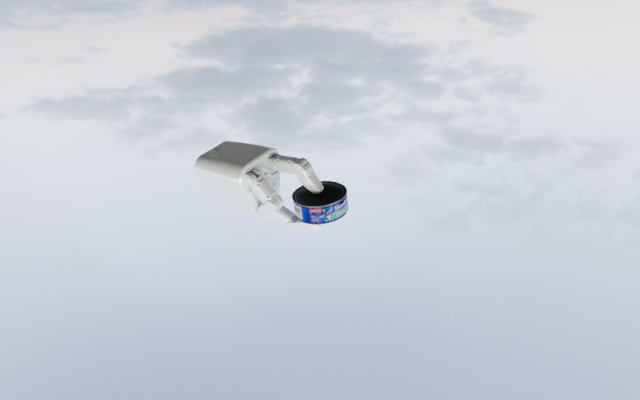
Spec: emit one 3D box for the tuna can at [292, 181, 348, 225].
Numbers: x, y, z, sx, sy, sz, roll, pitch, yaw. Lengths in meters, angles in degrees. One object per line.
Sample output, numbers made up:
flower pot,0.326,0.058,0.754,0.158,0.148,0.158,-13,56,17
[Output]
tuna can,0.000,0.003,0.742,0.086,0.034,0.086,-6,28,3
